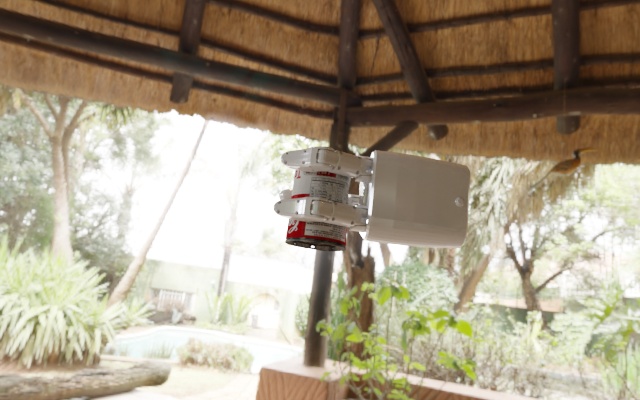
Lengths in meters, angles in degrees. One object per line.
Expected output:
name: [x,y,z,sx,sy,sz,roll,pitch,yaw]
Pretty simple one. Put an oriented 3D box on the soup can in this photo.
soup can: [0.000,0.001,0.539,0.068,0.102,0.068,7,-12,1]
